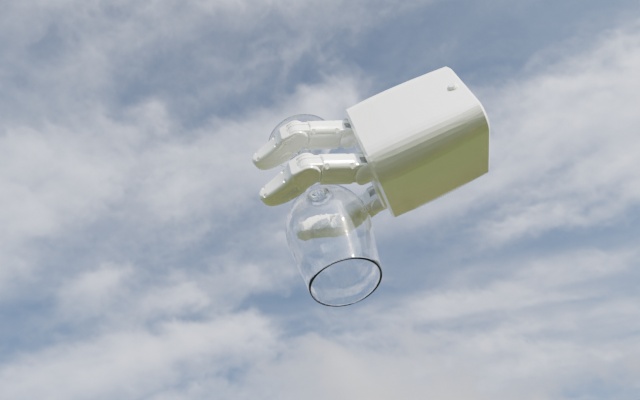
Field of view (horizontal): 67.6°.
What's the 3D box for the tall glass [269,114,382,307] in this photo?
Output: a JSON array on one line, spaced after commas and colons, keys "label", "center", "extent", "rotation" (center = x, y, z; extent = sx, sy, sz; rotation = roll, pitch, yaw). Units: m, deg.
[{"label": "tall glass", "center": [0.000, 0.001, 0.457], "extent": [0.079, 0.079, 0.200], "rotation": [0, 41, -16]}]
